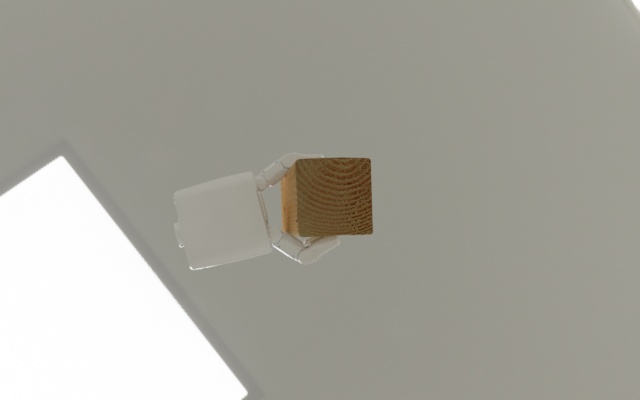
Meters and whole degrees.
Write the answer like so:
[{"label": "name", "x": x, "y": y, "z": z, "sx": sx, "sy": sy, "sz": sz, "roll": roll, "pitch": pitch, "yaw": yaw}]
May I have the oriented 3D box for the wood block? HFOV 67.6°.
[{"label": "wood block", "x": 0.000, "y": 0.002, "z": 0.641, "sx": 0.090, "sy": 0.091, "sz": 0.206, "roll": -2, "pitch": -3, "yaw": -10}]
